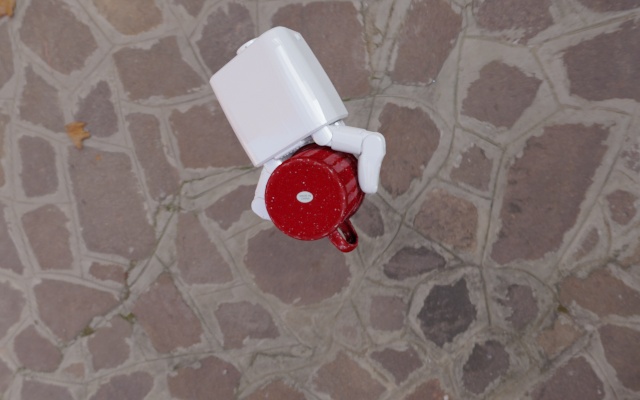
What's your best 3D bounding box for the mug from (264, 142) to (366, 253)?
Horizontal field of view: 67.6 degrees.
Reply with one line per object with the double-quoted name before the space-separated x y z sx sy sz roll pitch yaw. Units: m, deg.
"mug" 0.001 0.003 0.478 0.093 0.117 0.081 -29 4 18
